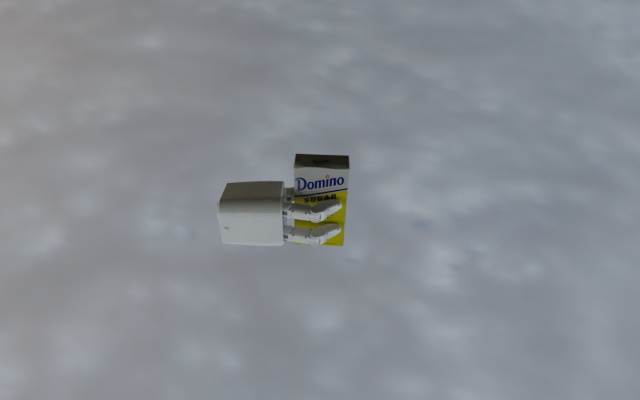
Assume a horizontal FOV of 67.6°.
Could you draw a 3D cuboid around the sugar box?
[{"bbox_3d":[0.000,0.003,0.835,0.093,0.176,0.048,2,41,1],"label":"sugar box"}]
